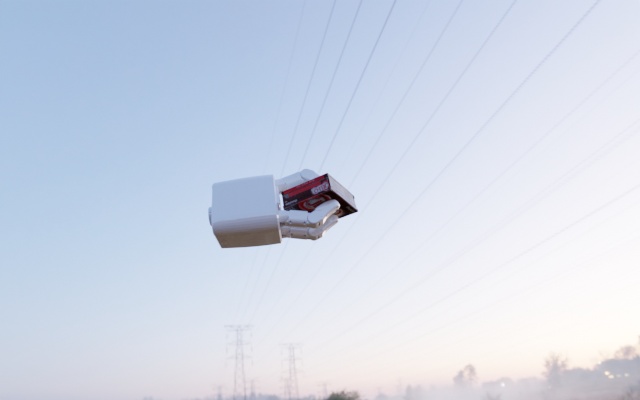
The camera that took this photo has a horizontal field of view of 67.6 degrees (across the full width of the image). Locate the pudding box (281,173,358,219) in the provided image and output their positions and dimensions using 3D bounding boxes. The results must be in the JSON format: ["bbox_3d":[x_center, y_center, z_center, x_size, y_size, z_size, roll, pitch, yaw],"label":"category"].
[{"bbox_3d":[0.000,0.003,0.810,0.090,0.039,0.113,-21,-26,21],"label":"pudding box"}]
